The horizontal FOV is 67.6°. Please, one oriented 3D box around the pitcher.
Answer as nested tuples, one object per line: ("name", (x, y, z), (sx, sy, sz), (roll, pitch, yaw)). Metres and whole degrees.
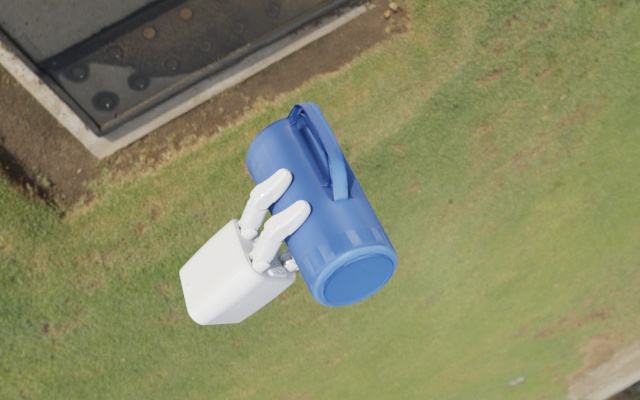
("pitcher", (0.000, 0.002, 0.608), (0.145, 0.242, 0.149), (-38, -41, 12))
